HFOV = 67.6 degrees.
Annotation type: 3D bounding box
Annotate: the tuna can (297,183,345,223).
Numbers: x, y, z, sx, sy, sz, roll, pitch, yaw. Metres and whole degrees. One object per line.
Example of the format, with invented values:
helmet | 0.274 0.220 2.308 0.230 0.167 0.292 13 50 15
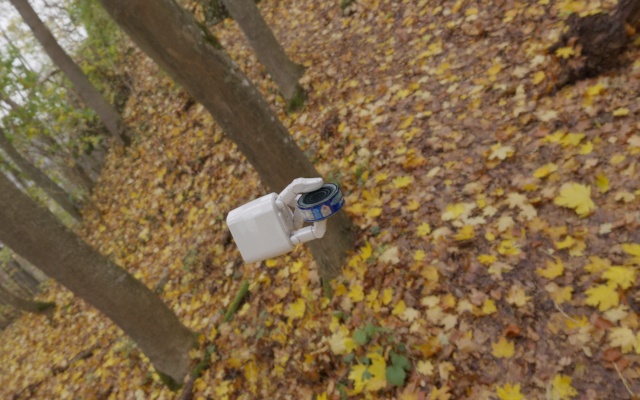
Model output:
tuna can | 0.000 0.002 0.881 0.086 0.034 0.086 -20 24 9
